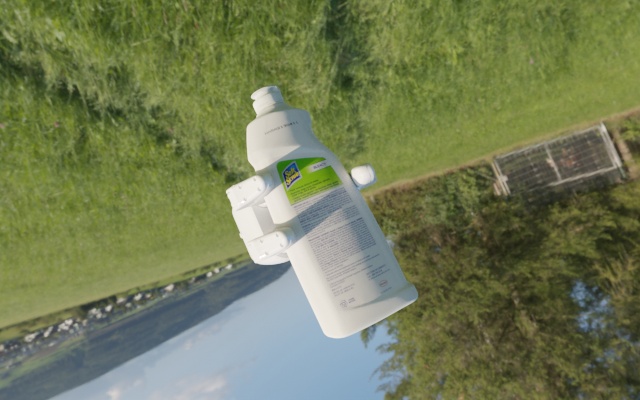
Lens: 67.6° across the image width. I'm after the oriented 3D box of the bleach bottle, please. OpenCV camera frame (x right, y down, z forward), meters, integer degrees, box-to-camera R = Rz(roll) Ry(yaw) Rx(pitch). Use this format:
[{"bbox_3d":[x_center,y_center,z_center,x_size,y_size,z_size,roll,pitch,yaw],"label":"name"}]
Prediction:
[{"bbox_3d":[0.000,0.002,0.480,0.102,0.251,0.068,-22,-4,-22],"label":"bleach bottle"}]
